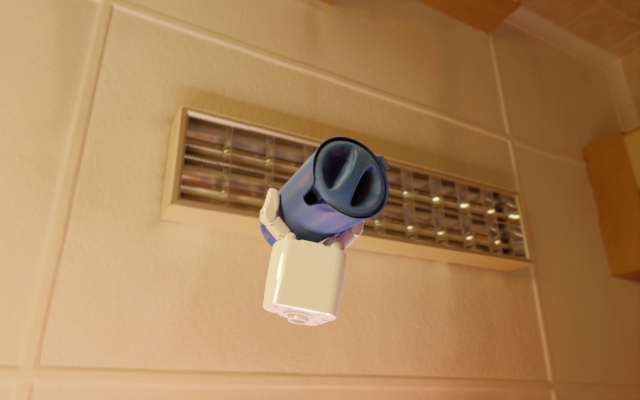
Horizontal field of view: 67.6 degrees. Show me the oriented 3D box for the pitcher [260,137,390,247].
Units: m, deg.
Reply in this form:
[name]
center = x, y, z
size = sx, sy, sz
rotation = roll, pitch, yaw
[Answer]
[pitcher]
center = 0.000, 0.003, 0.799
size = 0.149, 0.145, 0.243
rotation = 21, -30, -22
